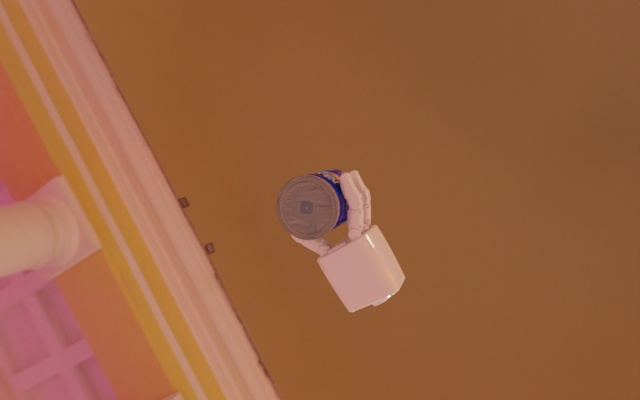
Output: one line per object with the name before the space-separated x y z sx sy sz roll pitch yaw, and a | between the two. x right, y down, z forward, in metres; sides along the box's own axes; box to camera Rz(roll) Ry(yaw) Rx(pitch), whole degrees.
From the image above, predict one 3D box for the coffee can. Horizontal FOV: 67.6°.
coffee can | 0.000 0.003 0.803 0.103 0.103 0.140 0 8 19
